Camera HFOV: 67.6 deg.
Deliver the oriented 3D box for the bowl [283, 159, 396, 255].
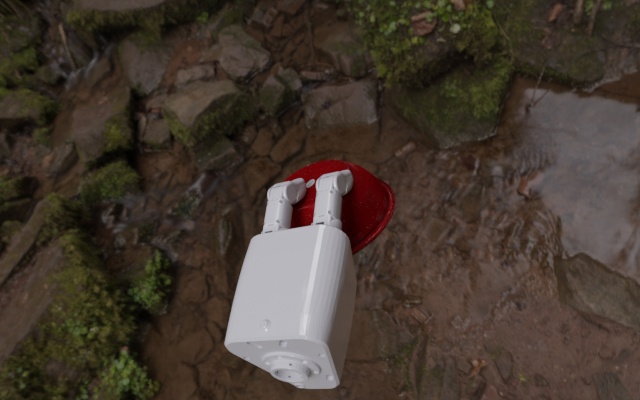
[{"bbox_3d":[0.000,0.001,0.544,0.162,0.055,0.162,-20,31,13],"label":"bowl"}]
